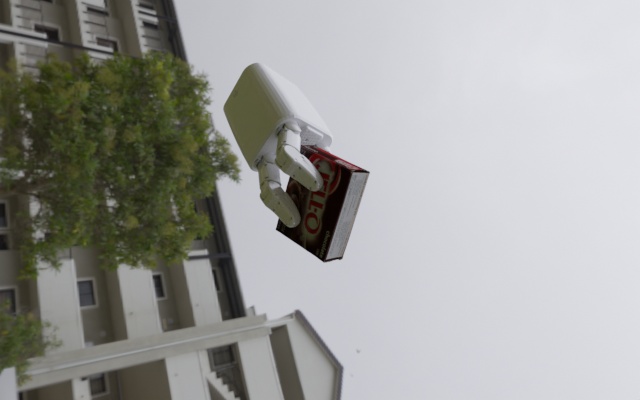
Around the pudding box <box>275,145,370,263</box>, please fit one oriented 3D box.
[{"bbox_3d":[0.000,0.002,0.555,0.039,0.113,0.090,-3,24,-45],"label":"pudding box"}]
